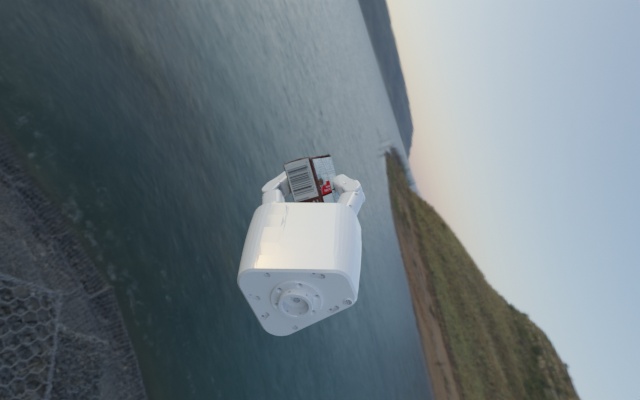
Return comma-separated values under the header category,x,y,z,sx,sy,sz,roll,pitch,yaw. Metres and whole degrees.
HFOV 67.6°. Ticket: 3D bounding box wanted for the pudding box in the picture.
category,x,y,z,sx,sy,sz,roll,pitch,yaw
pudding box,0.000,0.002,0.586,0.039,0.113,0.090,-13,3,17
